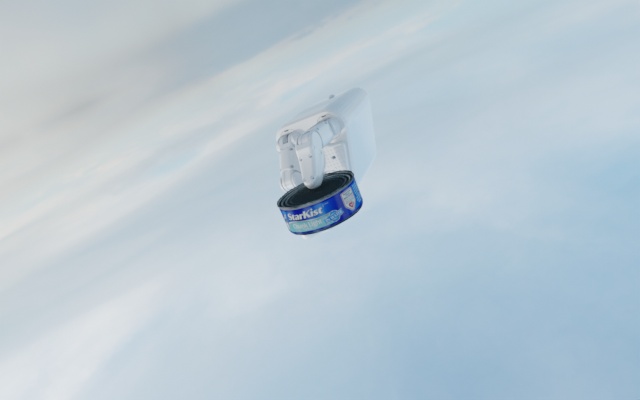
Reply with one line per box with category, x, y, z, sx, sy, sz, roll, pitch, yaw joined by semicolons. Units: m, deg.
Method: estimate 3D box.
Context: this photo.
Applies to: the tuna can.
tuna can;0.000;0.002;0.497;0.086;0.034;0.086;-21;17;7
